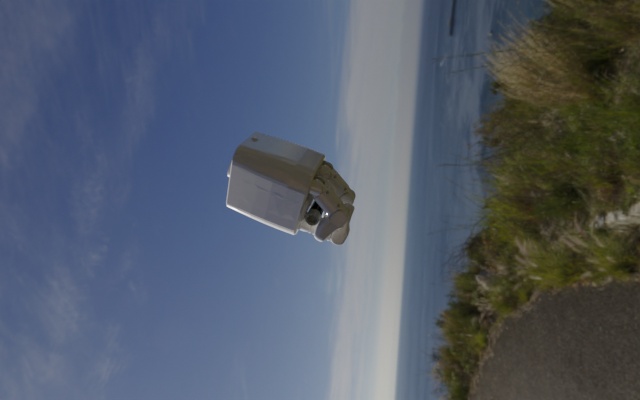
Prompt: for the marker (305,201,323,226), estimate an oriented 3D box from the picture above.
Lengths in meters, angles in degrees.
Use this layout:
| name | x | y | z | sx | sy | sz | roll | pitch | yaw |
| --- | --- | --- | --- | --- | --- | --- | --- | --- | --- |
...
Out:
| name | x | y | z | sx | sy | sz | roll | pitch | yaw |
| --- | --- | --- | --- | --- | --- | --- | --- | --- | --- |
| marker | 0.000 | 0.002 | 0.680 | 0.020 | 0.020 | 0.121 | 0 | 22 | 12 |
